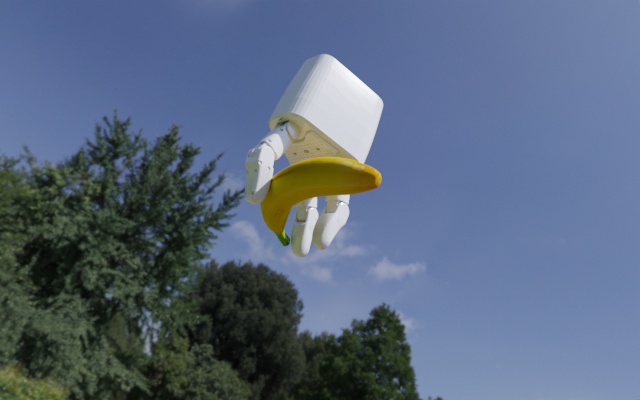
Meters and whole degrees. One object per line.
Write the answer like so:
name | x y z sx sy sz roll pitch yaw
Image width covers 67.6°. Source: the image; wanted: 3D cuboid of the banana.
banana | -0.017 -0.007 0.486 0.069 0.037 0.198 34 -32 -14
